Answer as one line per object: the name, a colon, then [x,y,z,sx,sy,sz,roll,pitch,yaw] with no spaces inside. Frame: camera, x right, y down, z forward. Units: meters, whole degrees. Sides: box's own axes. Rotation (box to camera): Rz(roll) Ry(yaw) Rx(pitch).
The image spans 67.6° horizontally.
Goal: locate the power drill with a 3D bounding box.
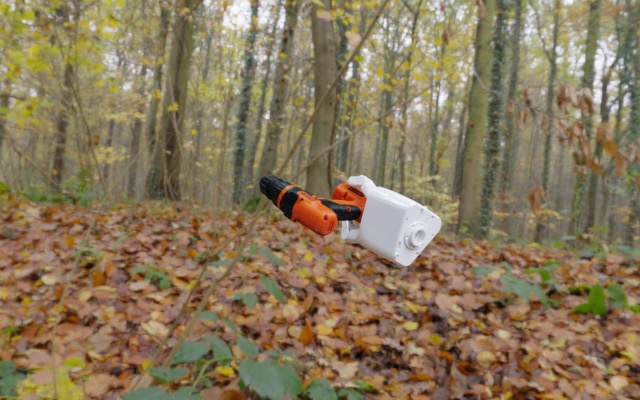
power drill: [0.001,0.003,0.890,0.187,0.057,0.184,-4,30,-47]
